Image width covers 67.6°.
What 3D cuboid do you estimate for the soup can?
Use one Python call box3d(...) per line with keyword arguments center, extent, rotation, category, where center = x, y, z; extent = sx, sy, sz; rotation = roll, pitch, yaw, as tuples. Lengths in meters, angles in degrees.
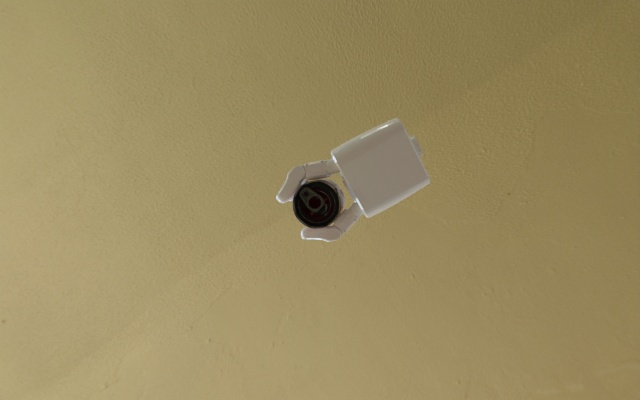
box3d(center=(0.000, 0.003, 0.711), extent=(0.068, 0.068, 0.102), rotation=(0, 4, 7), category="soup can")
